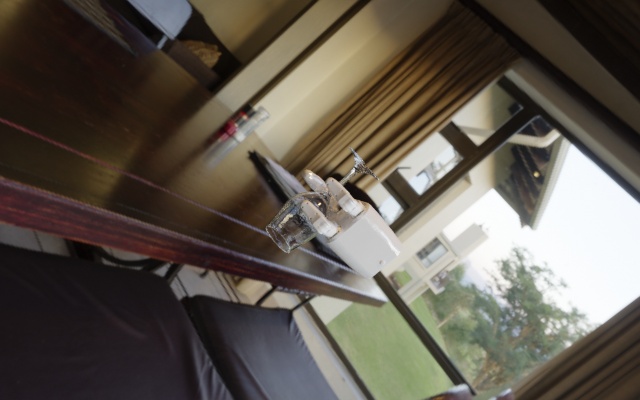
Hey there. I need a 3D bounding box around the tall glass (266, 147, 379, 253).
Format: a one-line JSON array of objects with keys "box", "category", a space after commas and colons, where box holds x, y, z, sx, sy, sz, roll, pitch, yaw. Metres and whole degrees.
[{"box": [0.001, 0.002, 0.815, 0.201, 0.079, 0.079, -41, -6, 7], "category": "tall glass"}]
